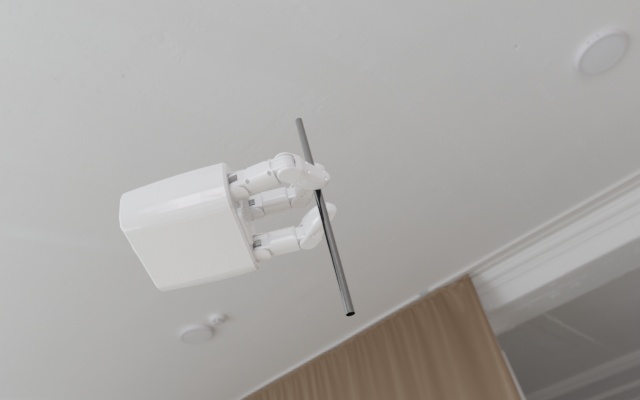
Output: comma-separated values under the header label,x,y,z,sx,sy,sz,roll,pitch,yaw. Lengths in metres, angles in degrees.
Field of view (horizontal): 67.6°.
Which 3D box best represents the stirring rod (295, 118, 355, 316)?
label,x,y,z,sx,sy,sz,roll,pitch,yaw
stirring rod,0.000,0.002,0.465,0.011,0.239,0.011,-9,-38,-7
